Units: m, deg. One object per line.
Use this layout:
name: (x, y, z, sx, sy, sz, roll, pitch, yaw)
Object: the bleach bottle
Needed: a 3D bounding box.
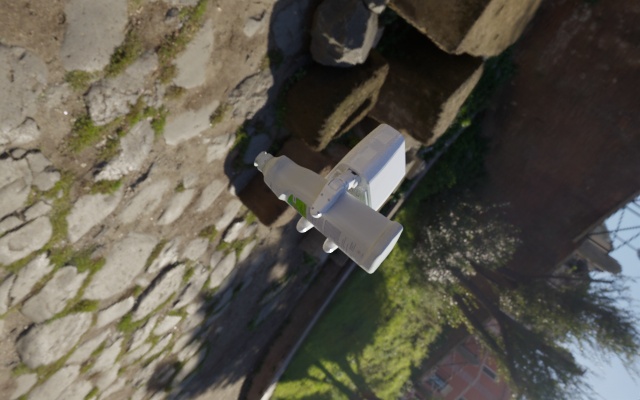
bleach bottle: (0.000, 0.002, 0.727, 0.251, 0.068, 0.103, 37, -24, 14)
